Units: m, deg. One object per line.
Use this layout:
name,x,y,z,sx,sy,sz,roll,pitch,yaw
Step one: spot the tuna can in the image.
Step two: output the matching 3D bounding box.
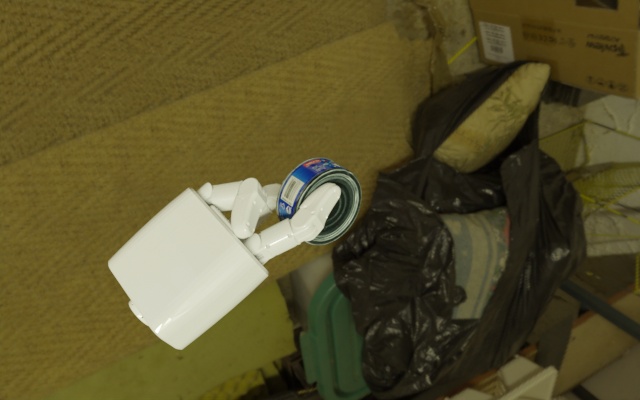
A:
tuna can,0.000,0.002,0.484,0.086,0.086,0.033,0,22,-39
